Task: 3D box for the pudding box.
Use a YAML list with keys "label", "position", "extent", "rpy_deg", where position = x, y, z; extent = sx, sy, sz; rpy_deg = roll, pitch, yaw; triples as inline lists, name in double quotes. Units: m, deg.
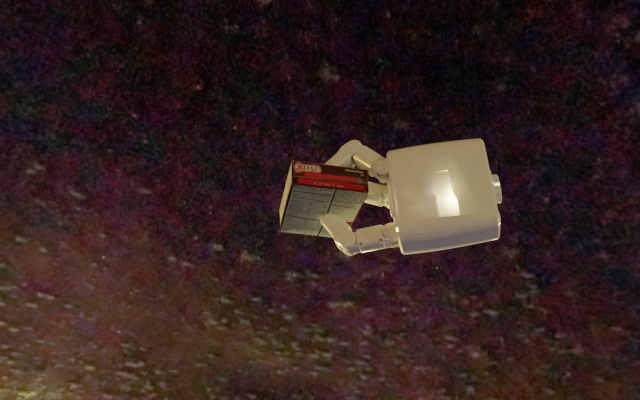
- label: "pudding box"
  position: [0.000, 0.002, 0.576]
  extent: [0.090, 0.039, 0.114]
  rpy_deg: [8, -36, -10]
